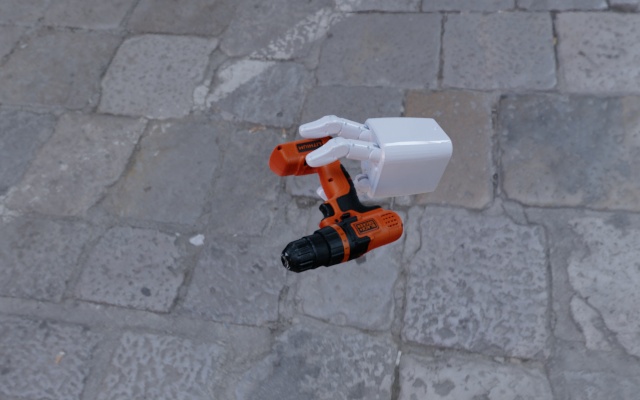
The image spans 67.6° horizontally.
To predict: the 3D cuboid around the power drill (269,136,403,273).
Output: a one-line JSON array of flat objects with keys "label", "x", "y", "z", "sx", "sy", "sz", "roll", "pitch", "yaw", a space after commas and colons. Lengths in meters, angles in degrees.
[{"label": "power drill", "x": 0.000, "y": 0.002, "z": 0.660, "sx": 0.184, "sy": 0.187, "sz": 0.057, "roll": -14, "pitch": -29, "yaw": -31}]
